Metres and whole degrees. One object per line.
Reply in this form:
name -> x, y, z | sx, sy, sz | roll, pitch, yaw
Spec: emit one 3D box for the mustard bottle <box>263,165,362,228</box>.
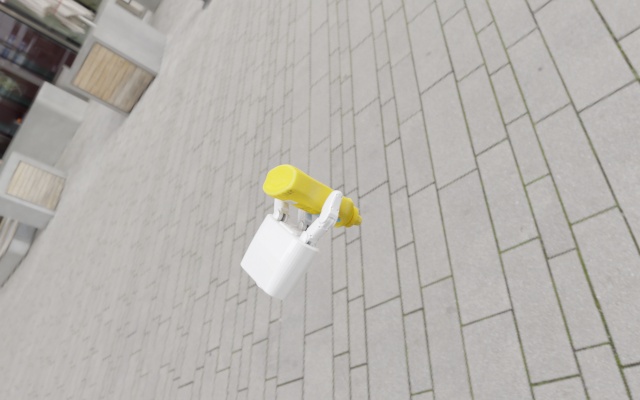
mustard bottle -> 0.000, 0.002, 0.835 | 0.192, 0.058, 0.096 | 28, -17, -33
